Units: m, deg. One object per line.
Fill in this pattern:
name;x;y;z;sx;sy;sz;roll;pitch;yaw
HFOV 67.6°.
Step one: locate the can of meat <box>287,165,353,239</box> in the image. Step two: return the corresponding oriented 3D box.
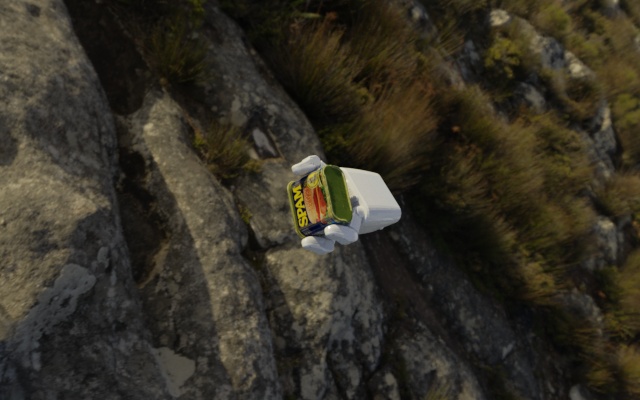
can of meat;0.000;0.002;0.771;0.084;0.102;0.057;-26;-22;39
